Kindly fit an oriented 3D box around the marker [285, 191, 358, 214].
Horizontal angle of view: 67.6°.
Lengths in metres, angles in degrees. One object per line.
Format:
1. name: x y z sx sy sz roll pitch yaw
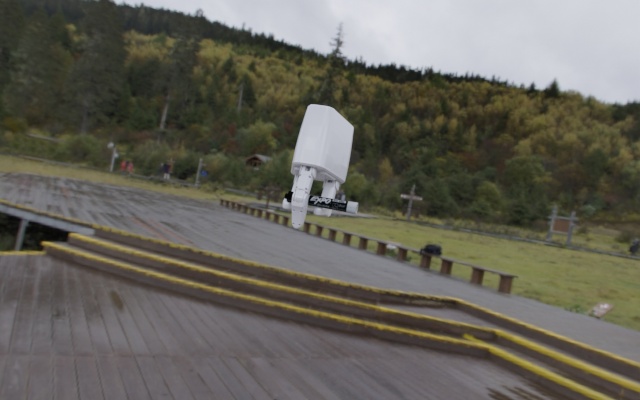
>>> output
1. marker: 0.000 0.003 0.773 0.121 0.020 0.020 10 2 13
